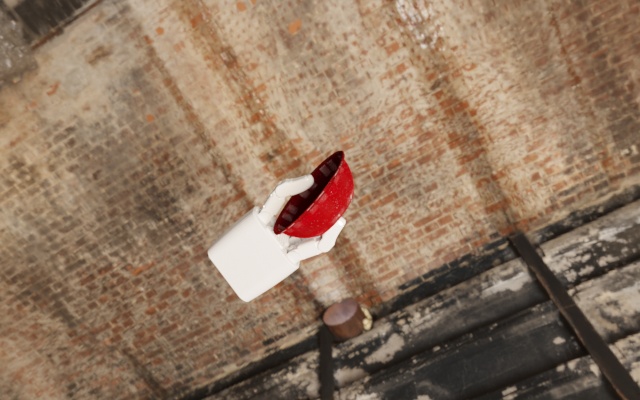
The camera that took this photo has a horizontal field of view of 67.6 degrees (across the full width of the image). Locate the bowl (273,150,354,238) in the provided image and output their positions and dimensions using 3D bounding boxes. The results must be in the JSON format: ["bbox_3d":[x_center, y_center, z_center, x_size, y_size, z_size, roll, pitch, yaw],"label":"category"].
[{"bbox_3d":[0.001,0.002,0.722,0.055,0.162,0.162,39,-11,-13],"label":"bowl"}]
